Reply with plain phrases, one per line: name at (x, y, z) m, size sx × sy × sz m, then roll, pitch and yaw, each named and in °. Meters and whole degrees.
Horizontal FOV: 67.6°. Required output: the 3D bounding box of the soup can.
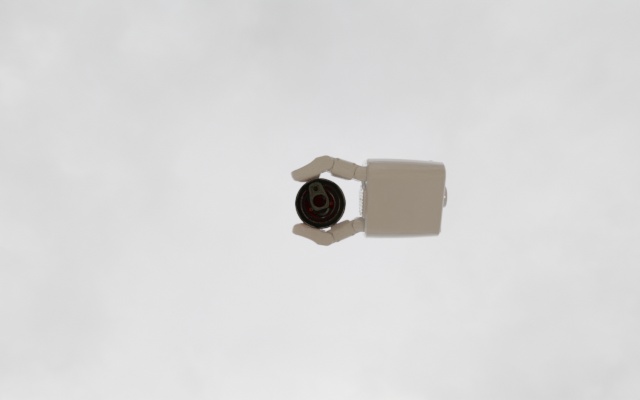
soup can at (0.000, 0.002, 0.678) m, size 0.068 × 0.068 × 0.102 m, roll 0°, pitch 2°, yaw 0°
